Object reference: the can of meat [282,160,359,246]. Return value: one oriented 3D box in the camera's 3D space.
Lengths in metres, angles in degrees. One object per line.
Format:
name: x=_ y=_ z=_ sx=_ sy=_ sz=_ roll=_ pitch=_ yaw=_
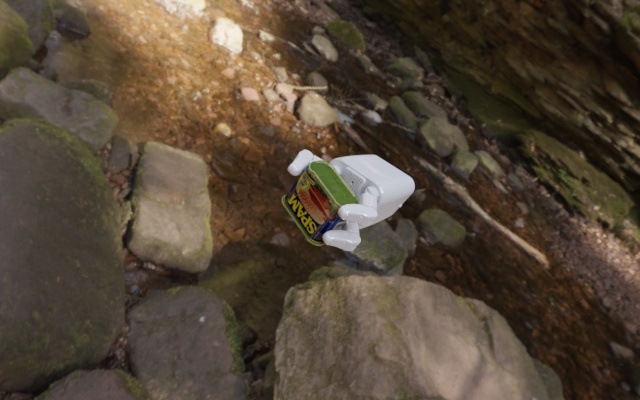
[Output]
can of meat: x=0.000 y=0.002 z=0.721 sx=0.057 sy=0.102 sz=0.084 roll=-10 pitch=-34 yaw=-47
